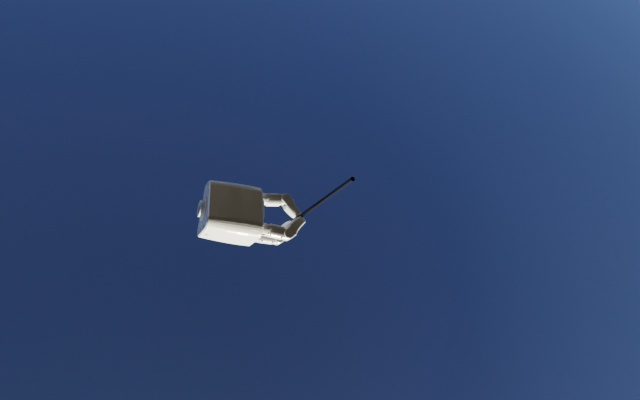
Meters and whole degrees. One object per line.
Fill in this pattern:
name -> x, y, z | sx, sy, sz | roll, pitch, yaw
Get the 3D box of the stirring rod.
stirring rod -> 0.000, 0.003, 0.877 | 0.011, 0.011, 0.239 | 0, -18, -27
